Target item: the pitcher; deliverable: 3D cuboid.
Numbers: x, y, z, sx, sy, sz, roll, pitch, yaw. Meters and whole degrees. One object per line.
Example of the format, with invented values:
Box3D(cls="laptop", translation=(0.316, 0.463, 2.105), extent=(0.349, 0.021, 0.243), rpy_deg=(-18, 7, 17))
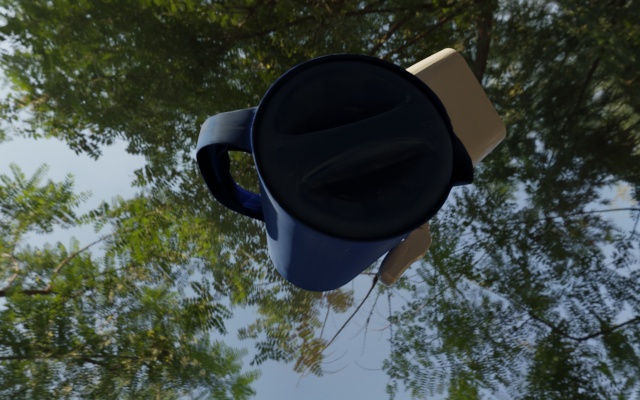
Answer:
Box3D(cls="pitcher", translation=(0.000, 0.001, 0.404), extent=(0.145, 0.149, 0.243), rpy_deg=(-37, -13, -19))
